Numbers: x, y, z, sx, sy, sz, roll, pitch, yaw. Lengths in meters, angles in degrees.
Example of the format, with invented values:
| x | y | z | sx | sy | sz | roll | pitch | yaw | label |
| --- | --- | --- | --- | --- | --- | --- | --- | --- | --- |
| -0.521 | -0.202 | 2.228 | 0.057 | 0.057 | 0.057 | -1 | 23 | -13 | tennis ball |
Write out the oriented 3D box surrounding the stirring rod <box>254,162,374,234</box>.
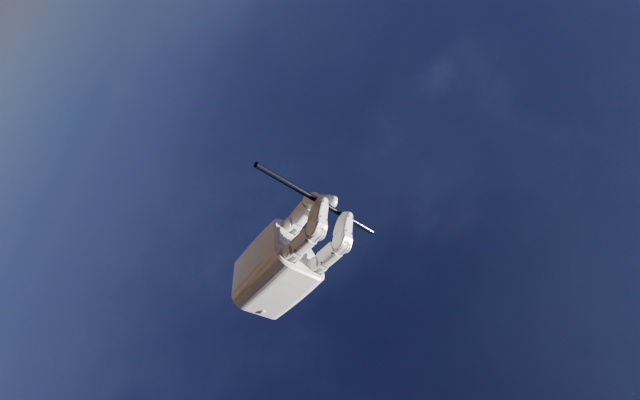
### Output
| x | y | z | sx | sy | sz | roll | pitch | yaw | label |
| --- | --- | --- | --- | --- | --- | --- | --- | --- | --- |
| 0.000 | 0.002 | 0.668 | 0.011 | 0.011 | 0.240 | 0 | -23 | 46 | stirring rod |
